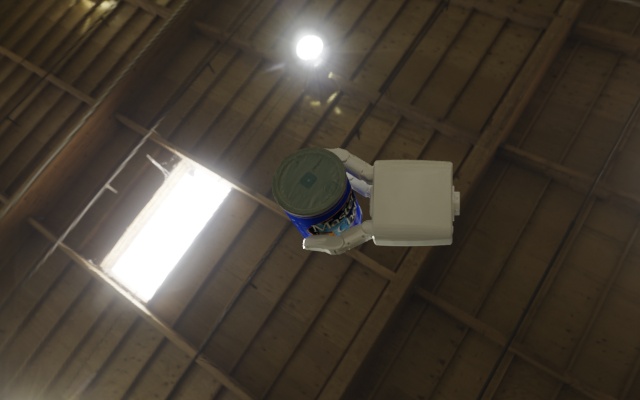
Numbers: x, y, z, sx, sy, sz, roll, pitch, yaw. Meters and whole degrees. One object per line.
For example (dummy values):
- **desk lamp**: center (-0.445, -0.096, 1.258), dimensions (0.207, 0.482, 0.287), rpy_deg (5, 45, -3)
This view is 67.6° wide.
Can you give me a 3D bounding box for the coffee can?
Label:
- **coffee can**: center (0.000, 0.002, 0.696), dimensions (0.103, 0.102, 0.140), rpy_deg (0, -25, 15)
